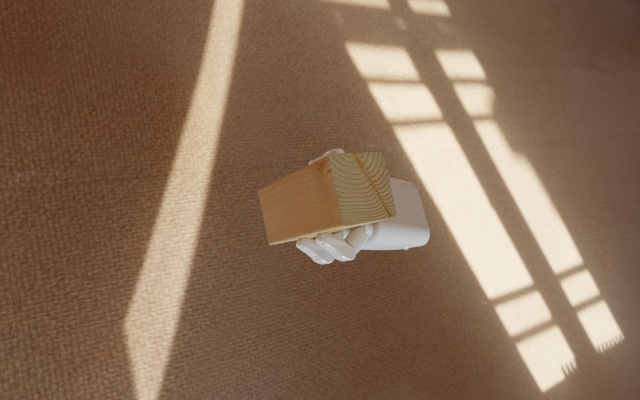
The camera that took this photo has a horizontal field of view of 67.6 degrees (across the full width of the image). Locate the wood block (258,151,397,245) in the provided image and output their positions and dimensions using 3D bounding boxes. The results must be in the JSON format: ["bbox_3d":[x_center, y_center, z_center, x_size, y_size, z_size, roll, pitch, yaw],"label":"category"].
[{"bbox_3d":[0.000,0.002,0.679,0.090,0.091,0.206,-8,-7,-33],"label":"wood block"}]
